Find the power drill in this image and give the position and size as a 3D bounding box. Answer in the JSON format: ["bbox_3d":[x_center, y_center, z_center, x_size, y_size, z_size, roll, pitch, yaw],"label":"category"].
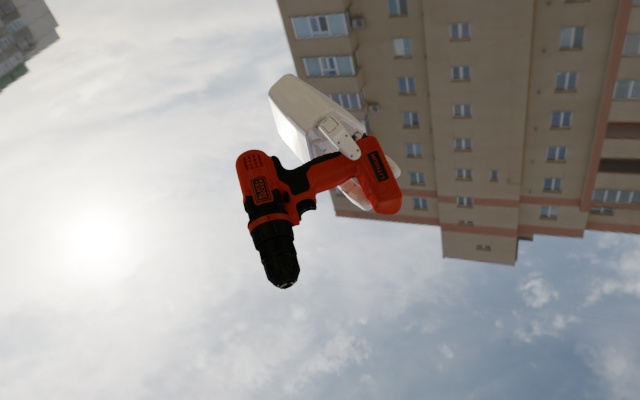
[{"bbox_3d":[0.000,0.002,0.587,0.187,0.184,0.057,-14,-24,-10],"label":"power drill"}]
